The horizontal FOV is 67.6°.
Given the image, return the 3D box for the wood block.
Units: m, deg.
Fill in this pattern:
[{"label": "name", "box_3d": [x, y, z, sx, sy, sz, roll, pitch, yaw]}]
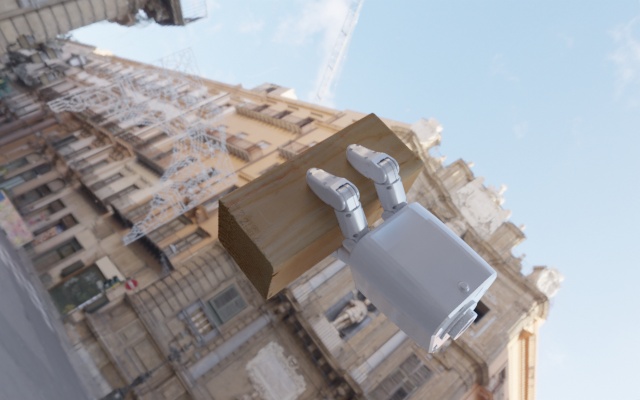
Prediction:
[{"label": "wood block", "box_3d": [0.000, 0.002, 0.517, 0.206, 0.090, 0.091, -32, -20, -27]}]
